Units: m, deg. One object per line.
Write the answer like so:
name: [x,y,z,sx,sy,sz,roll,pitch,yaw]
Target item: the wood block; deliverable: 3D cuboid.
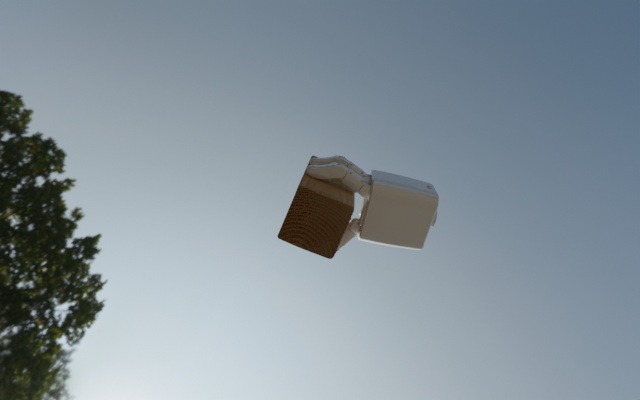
wood block: [0.000,0.003,0.785,0.090,0.091,0.206,22,17,-2]
